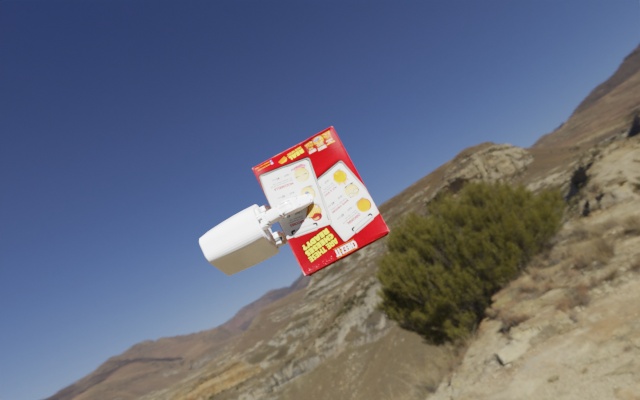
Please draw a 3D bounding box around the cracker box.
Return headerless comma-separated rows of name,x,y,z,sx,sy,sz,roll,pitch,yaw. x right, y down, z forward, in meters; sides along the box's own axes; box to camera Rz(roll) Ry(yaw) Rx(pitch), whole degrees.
cracker box,0.000,0.003,0.849,0.164,0.213,0.072,-28,-11,2
